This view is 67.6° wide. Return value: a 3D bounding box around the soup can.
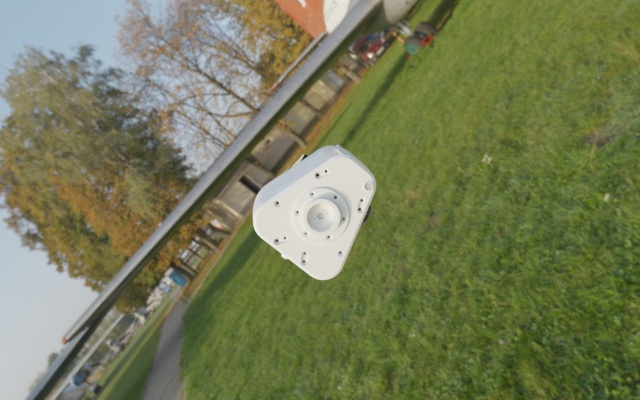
[{"bbox_3d":[0.000,0.001,0.567,0.102,0.068,0.068,39,-7,-9],"label":"soup can"}]
